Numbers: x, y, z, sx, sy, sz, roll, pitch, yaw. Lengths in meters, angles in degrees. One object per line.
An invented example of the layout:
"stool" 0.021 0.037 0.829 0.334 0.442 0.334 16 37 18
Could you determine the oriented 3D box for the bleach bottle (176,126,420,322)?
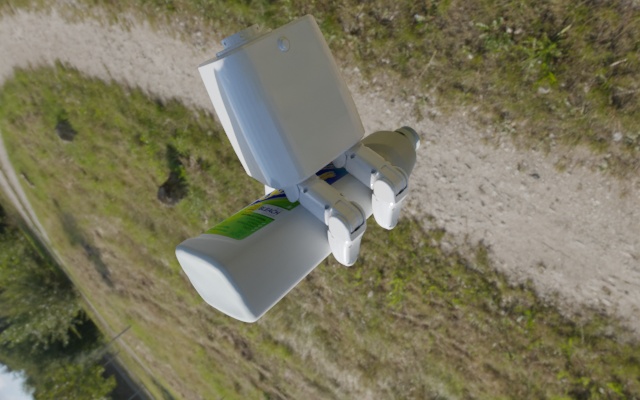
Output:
"bleach bottle" 0.000 0.001 0.436 0.250 0.068 0.102 -38 24 -30
